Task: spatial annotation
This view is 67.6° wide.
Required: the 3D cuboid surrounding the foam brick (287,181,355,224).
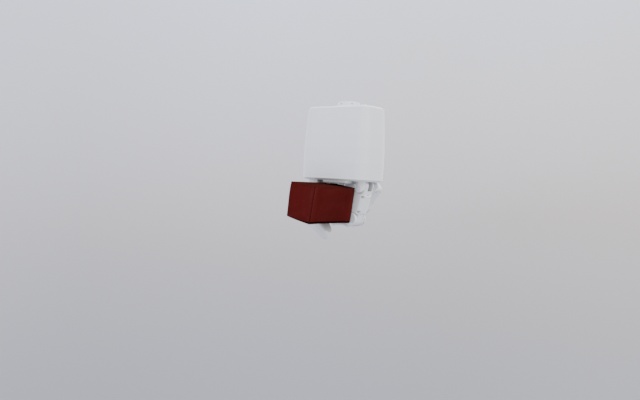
[{"bbox_3d":[0.000,0.002,0.668,0.078,0.051,0.053,0,11,-42],"label":"foam brick"}]
